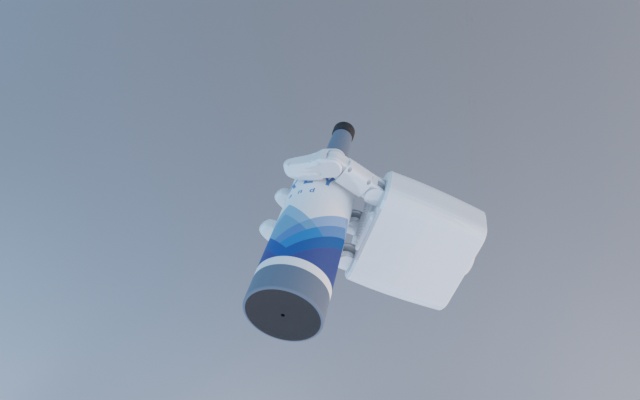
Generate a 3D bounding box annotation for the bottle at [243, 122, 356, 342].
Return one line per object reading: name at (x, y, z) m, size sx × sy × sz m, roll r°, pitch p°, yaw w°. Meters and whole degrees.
bottle at (0.000, 0.002, 0.487) m, size 0.069 × 0.069 × 0.295 m, roll 0°, pitch 37°, yaw 15°
